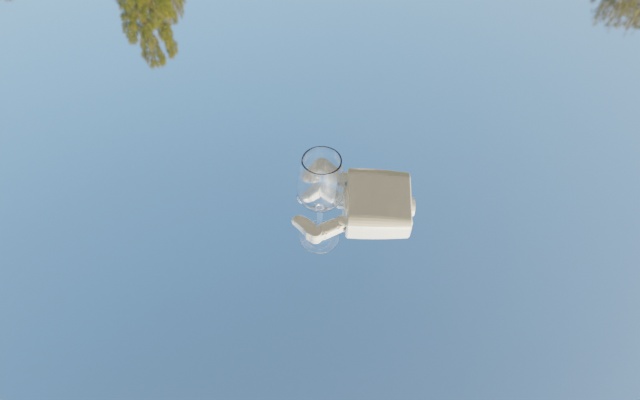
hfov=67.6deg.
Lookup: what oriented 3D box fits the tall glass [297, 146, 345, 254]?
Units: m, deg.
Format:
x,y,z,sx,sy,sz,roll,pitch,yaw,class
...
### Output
x,y,z,sx,sy,sz,roll,pitch,yaw,class
0.000,0.003,0.796,0.079,0.079,0.201,0,-40,-1,tall glass
